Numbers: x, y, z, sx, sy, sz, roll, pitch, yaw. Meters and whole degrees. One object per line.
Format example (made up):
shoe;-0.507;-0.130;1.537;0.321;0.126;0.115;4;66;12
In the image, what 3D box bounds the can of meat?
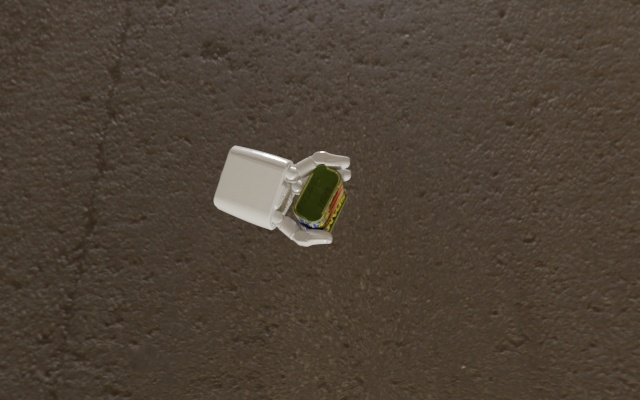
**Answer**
can of meat;0.000;0.003;0.782;0.057;0.102;0.084;23;-16;15
